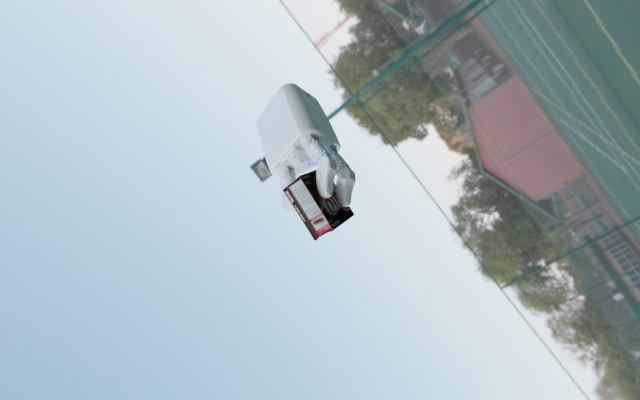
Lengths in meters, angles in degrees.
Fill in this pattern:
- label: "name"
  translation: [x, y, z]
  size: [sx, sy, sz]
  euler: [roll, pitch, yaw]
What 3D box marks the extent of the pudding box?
- label: "pudding box"
  translation: [0.000, 0.002, 0.708]
  size: [0.039, 0.090, 0.113]
  euler: [-34, -2, 24]
